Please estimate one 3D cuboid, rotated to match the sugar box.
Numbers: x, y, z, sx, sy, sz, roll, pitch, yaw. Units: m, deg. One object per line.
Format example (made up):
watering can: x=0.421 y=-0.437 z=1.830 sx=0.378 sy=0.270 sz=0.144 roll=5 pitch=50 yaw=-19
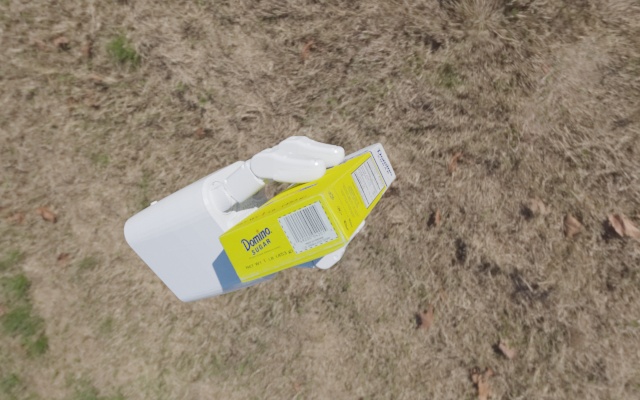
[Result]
sugar box: x=0.000 y=0.001 z=0.405 sx=0.093 sy=0.048 sz=0.176 roll=-22 pitch=11 yaw=24
